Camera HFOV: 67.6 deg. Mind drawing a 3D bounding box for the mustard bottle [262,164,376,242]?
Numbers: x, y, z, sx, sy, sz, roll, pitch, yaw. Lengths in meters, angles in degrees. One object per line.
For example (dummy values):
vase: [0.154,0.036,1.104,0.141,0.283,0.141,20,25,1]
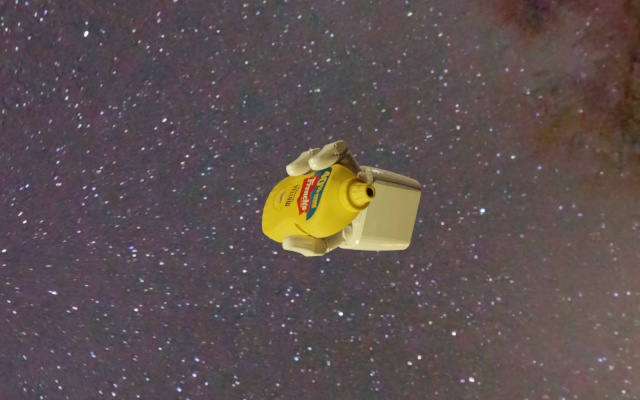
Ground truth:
mustard bottle: [0.000,0.002,0.619,0.058,0.096,0.191,36,-27,-28]
